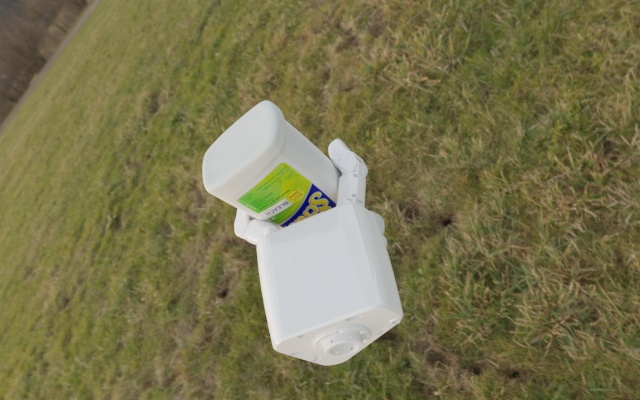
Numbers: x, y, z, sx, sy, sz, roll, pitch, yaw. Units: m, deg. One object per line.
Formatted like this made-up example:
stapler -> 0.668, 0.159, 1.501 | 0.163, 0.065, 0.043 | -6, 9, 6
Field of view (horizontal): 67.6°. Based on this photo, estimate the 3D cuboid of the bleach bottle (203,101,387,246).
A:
bleach bottle -> 0.000, 0.002, 0.517 | 0.102, 0.068, 0.251 | -35, -44, 23
